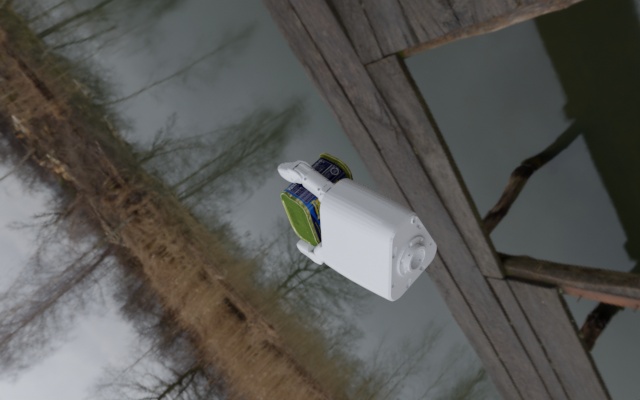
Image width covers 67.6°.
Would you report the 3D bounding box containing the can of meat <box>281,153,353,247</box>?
[{"bbox_3d":[0.000,0.002,0.641,0.057,0.102,0.084,30,62,36],"label":"can of meat"}]
